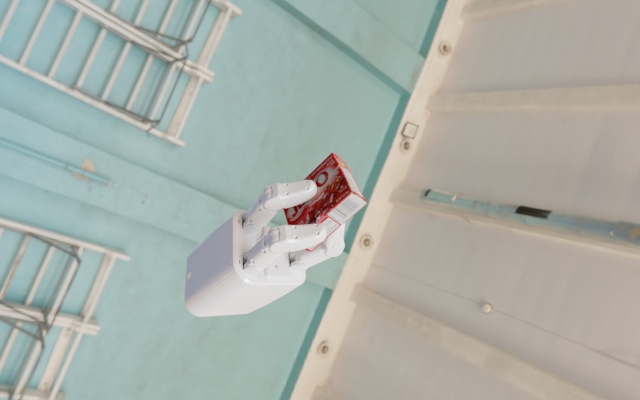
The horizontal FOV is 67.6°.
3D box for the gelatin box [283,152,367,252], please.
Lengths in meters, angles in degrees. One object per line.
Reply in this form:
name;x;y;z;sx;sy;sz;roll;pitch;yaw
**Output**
gelatin box;0.001;0.002;0.530;0.089;0.073;0.030;-42;-50;18
